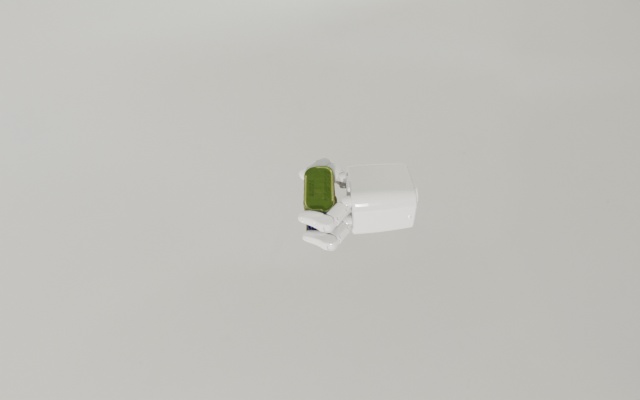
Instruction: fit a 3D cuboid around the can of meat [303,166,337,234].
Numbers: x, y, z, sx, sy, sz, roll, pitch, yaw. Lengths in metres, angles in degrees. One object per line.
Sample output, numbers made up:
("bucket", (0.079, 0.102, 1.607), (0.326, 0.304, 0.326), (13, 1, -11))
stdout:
("can of meat", (0.000, 0.002, 0.828), (0.057, 0.102, 0.084), (-3, -36, 3))
